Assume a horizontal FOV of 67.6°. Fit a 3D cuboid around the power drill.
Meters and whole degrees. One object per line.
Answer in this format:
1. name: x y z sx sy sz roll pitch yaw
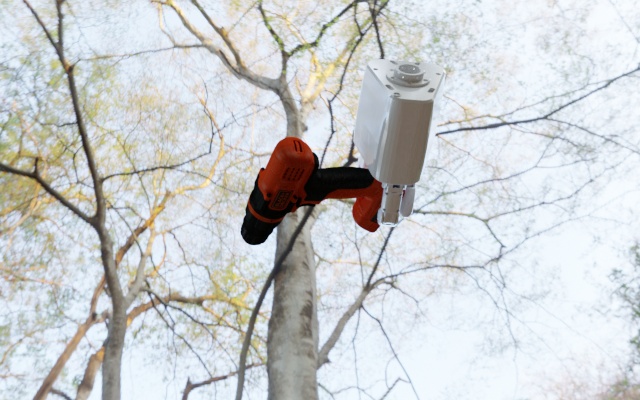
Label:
1. power drill: 0.001 0.002 0.622 0.187 0.057 0.184 3 -38 -27
